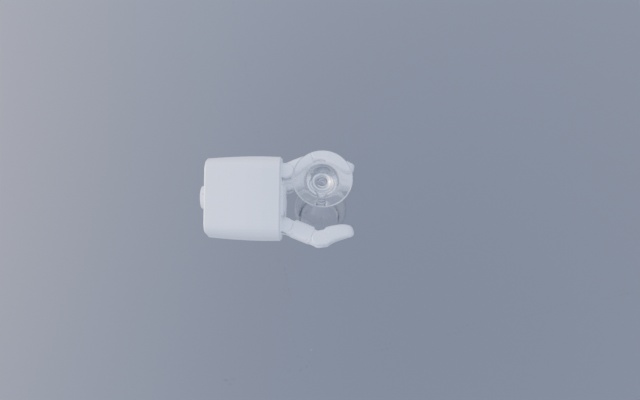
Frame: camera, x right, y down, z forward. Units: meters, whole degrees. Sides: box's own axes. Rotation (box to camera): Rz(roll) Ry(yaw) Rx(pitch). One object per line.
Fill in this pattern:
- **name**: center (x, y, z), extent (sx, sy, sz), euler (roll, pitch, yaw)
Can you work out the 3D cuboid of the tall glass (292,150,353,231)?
- **tall glass**: center (0.000, 0.002, 0.676), extent (0.079, 0.079, 0.201), euler (0, -17, -1)
